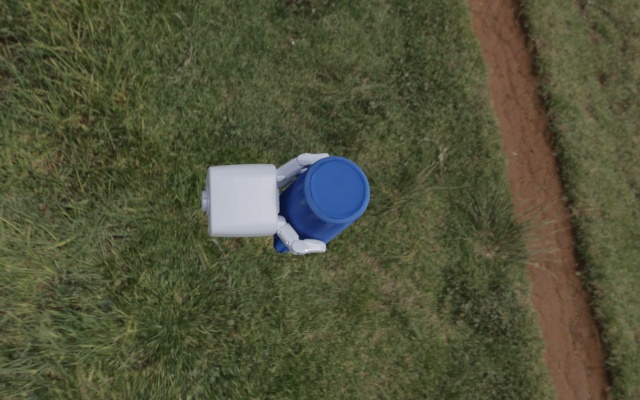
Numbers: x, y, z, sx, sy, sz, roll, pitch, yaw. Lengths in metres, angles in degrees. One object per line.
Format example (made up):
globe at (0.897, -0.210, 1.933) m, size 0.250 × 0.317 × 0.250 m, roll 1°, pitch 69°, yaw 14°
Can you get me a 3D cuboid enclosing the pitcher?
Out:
pitcher at (0.000, 0.003, 0.830) m, size 0.145 × 0.149 × 0.243 m, roll -1°, pitch -14°, yaw -17°
